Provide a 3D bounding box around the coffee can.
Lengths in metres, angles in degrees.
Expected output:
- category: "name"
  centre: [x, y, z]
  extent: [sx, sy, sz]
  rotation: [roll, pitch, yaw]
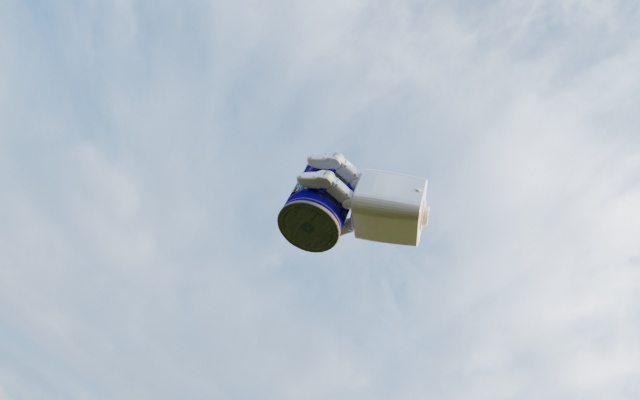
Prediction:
- category: "coffee can"
  centre: [0.000, 0.003, 0.798]
  extent: [0.103, 0.103, 0.140]
  rotation: [0, 37, 21]
